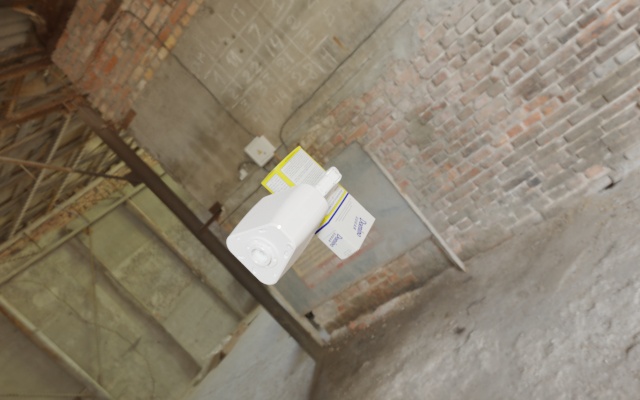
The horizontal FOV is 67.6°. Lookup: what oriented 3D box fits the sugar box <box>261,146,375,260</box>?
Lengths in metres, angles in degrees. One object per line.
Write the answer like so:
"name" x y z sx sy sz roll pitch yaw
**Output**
"sugar box" 0.000 0.003 0.753 0.048 0.176 0.093 -39 8 38
